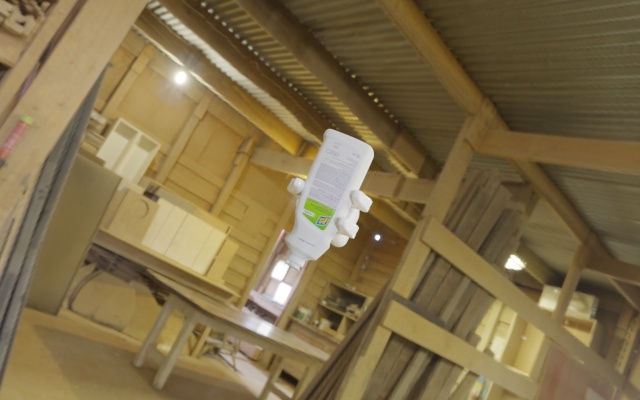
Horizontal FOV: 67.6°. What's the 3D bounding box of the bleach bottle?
[{"bbox_3d":[0.000,0.003,0.852,0.102,0.250,0.068,24,-12,15],"label":"bleach bottle"}]
